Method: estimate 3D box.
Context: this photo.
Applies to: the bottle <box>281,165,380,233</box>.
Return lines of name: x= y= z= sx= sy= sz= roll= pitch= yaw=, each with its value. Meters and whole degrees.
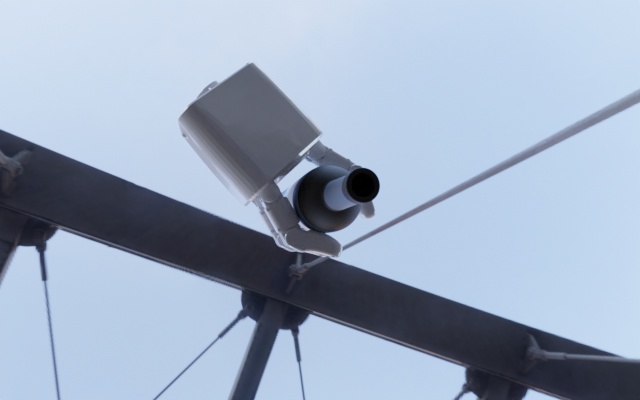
bottle: x=0.000 y=0.002 z=0.505 sx=0.069 sy=0.069 sz=0.296 roll=0 pitch=-5 yaw=-13
